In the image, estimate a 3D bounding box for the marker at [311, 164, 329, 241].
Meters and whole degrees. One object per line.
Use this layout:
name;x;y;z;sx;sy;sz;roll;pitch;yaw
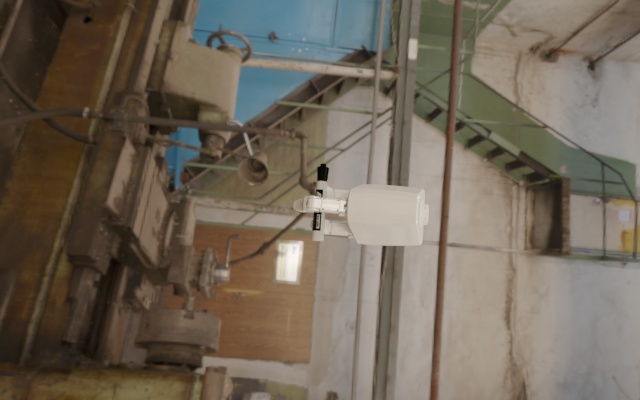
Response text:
marker;0.000;0.002;0.742;0.020;0.121;0.020;5;-8;1
